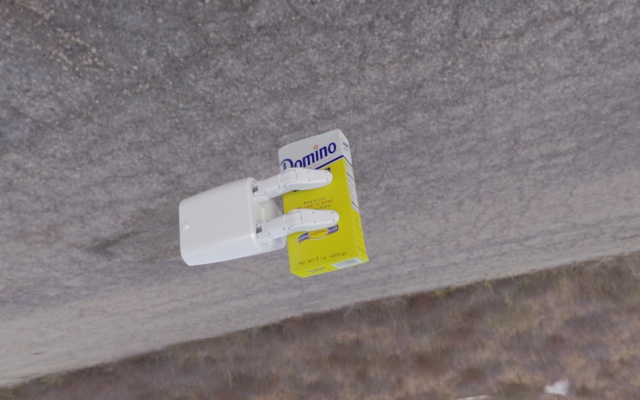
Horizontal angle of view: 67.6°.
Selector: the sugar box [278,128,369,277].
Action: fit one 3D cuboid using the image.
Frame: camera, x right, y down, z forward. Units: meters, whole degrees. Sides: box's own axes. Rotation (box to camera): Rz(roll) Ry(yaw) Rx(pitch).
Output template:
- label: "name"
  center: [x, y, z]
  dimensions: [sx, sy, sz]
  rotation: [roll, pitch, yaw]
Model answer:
- label: "sugar box"
  center: [0.000, 0.002, 0.616]
  dimensions: [0.093, 0.176, 0.048]
  rotation: [-16, -21, 17]
